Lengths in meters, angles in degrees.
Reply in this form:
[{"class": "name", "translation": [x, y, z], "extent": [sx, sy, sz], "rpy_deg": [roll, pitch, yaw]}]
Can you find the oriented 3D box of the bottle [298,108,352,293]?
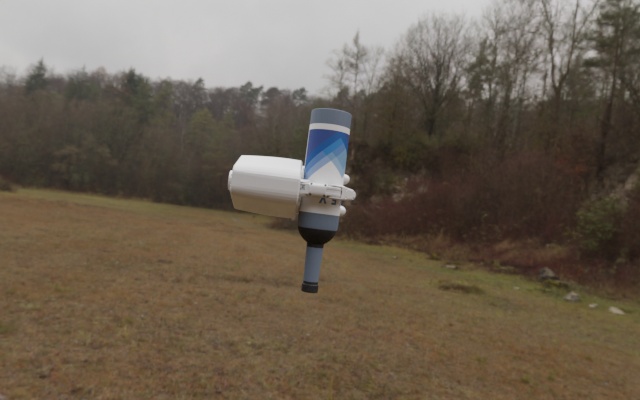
[{"class": "bottle", "translation": [0.000, 0.002, 0.781], "extent": [0.069, 0.295, 0.069], "rpy_deg": [7, -1, 0]}]
